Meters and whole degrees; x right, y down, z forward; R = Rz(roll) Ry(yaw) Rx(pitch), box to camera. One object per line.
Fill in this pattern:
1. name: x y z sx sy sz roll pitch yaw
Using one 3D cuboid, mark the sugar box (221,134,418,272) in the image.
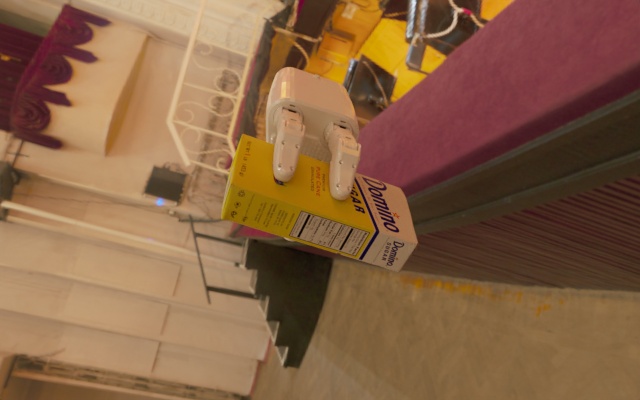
1. sugar box: 0.000 0.001 0.452 0.176 0.048 0.093 15 34 -13
